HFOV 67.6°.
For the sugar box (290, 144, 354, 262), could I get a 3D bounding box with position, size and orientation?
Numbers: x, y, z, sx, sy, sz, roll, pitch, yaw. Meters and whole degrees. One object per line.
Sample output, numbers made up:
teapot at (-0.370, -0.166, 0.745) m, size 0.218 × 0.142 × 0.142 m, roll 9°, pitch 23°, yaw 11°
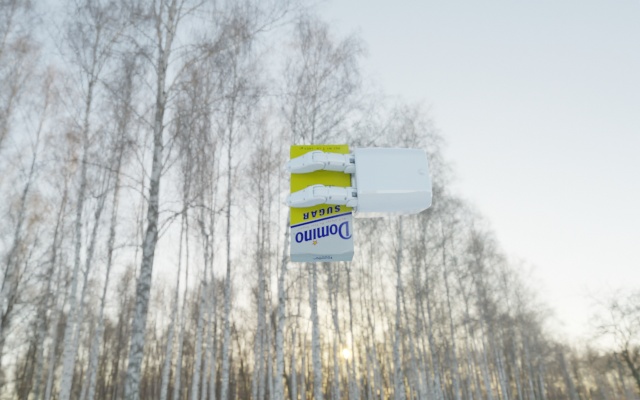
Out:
sugar box at (0.000, 0.002, 0.714) m, size 0.093 × 0.176 × 0.048 m, roll -2°, pitch -25°, yaw -1°
